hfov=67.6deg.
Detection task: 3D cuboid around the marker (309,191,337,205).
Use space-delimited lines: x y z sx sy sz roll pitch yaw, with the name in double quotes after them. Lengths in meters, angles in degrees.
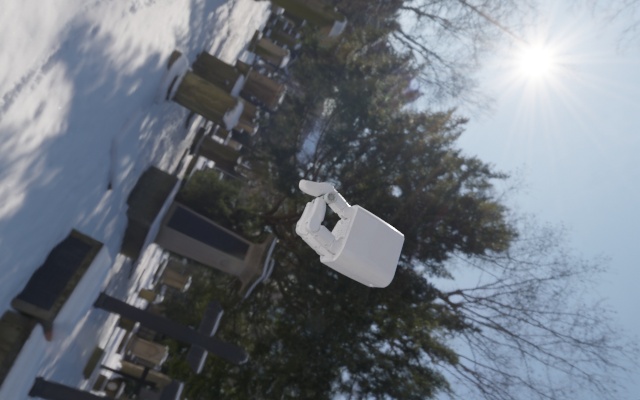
0.000 0.003 0.829 0.020 0.020 0.121 0 -8 -18 "marker"
